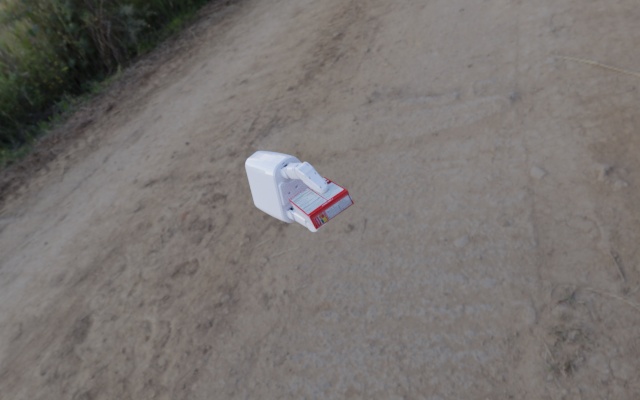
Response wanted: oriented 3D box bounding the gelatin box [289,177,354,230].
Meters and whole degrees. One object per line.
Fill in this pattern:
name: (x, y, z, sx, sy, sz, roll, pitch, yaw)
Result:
gelatin box: (0.000, 0.002, 0.759, 0.073, 0.030, 0.089, -34, 28, -12)
